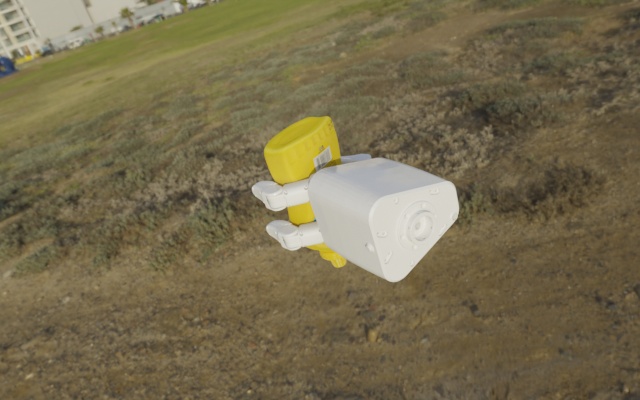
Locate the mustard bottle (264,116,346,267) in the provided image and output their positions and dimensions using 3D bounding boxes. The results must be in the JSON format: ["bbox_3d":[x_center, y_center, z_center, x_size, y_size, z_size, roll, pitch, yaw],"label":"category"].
[{"bbox_3d":[0.000,0.002,0.583,0.058,0.192,0.096,5,35,37],"label":"mustard bottle"}]
